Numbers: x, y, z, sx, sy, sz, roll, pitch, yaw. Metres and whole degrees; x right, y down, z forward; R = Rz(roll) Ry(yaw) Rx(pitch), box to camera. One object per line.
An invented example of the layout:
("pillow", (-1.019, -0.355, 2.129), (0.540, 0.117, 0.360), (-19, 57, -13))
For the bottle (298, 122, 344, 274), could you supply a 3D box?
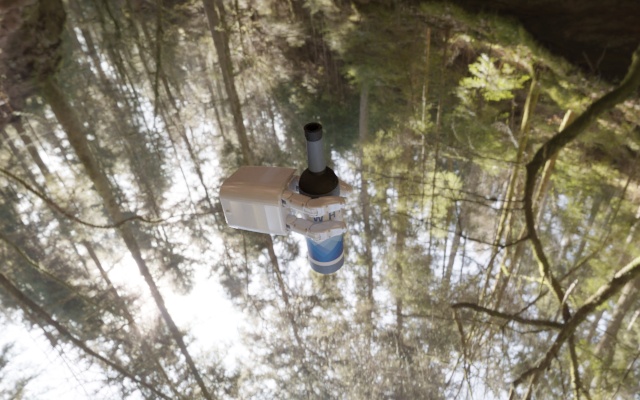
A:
("bottle", (0.000, 0.003, 0.795), (0.069, 0.296, 0.069), (-3, 42, 3))
